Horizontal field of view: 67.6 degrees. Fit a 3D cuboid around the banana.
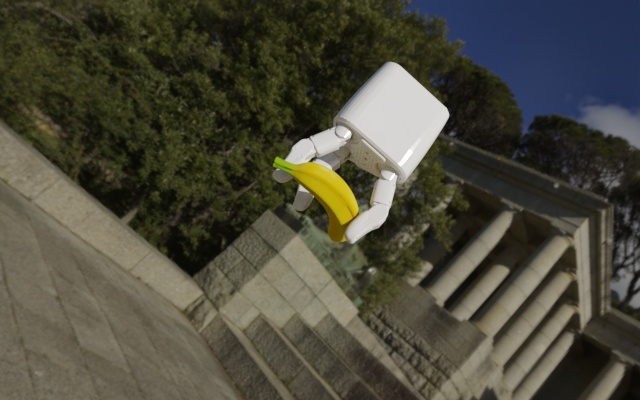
[{"bbox_3d":[0.014,0.006,0.576,0.069,0.037,0.198,20,-21,32],"label":"banana"}]
